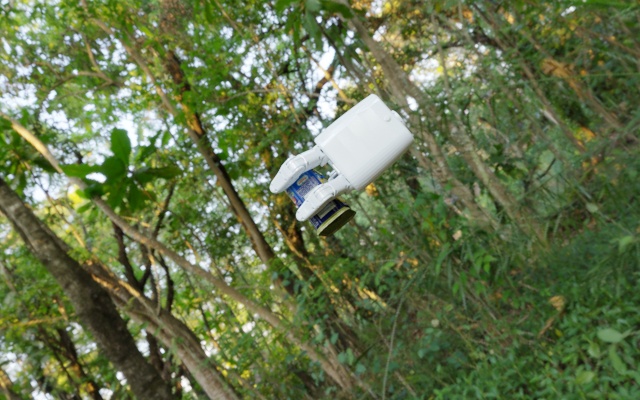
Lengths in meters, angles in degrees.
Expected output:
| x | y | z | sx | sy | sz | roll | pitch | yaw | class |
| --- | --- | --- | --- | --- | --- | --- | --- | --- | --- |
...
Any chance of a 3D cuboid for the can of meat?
| x | y | z | sx | sy | sz | roll | pitch | yaw | class |
| --- | --- | --- | --- | --- | --- | --- | --- | --- | --- |
| 0.000 | 0.002 | 0.697 | 0.057 | 0.084 | 0.102 | -41 | -12 | 6 | can of meat |
